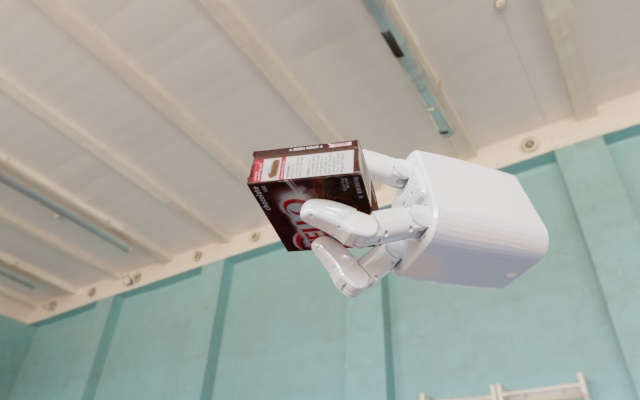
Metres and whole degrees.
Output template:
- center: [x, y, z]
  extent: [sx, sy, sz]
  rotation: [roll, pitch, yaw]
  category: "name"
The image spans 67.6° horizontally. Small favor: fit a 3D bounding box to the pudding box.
- center: [0.000, 0.001, 0.405]
  extent: [0.090, 0.039, 0.114]
  rotation: [-6, -38, 13]
  category: "pudding box"
